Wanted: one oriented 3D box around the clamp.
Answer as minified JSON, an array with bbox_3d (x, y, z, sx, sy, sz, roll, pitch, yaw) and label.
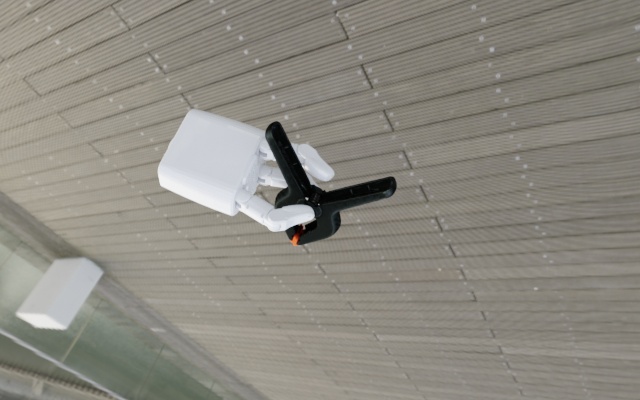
[{"bbox_3d":[-0.001,0.003,0.618,0.164,0.036,0.210,23,-37,7],"label":"clamp"}]
